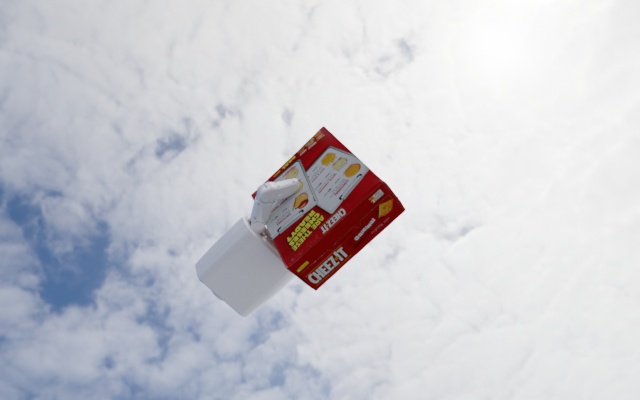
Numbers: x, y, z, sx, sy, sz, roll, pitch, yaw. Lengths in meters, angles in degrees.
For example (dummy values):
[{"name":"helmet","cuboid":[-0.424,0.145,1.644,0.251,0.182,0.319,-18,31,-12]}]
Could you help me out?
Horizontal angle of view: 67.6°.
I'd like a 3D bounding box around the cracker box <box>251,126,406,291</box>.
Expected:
[{"name":"cracker box","cuboid":[0.000,0.002,0.690,0.072,0.164,0.213,44,5,-34]}]
